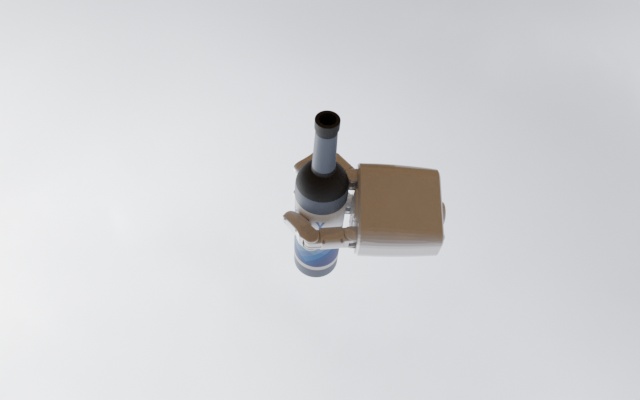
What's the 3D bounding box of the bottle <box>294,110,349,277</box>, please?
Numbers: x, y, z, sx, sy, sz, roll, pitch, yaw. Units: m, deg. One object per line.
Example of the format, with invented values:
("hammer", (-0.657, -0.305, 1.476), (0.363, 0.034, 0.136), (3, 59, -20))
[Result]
("bottle", (0.000, 0.002, 0.615), (0.069, 0.069, 0.296), (0, -36, -4))
